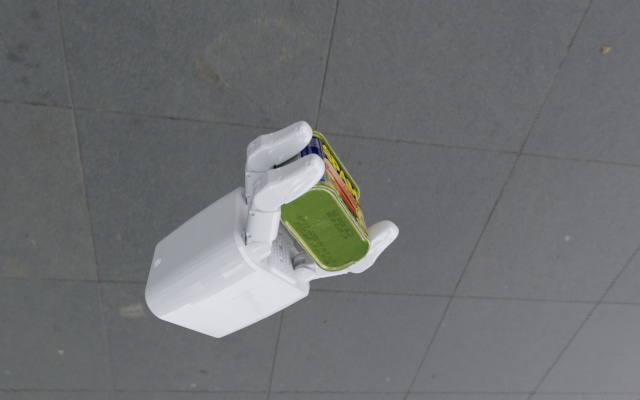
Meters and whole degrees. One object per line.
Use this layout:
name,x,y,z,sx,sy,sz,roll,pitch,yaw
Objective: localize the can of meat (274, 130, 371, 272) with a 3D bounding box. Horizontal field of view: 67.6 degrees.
can of meat,0.000,0.002,0.425,0.057,0.102,0.084,-28,35,13
